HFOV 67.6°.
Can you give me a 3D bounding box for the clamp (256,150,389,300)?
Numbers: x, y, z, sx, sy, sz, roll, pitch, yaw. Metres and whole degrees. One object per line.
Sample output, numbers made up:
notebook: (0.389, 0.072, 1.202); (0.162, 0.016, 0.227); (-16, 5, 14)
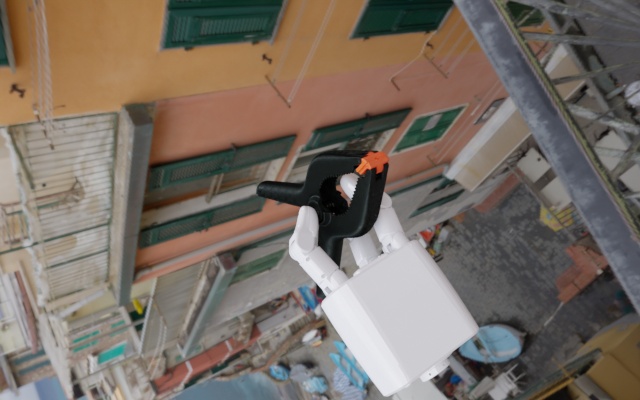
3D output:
clamp: (0.000, 0.002, 0.518); (0.036, 0.164, 0.210); (-25, -20, -37)
